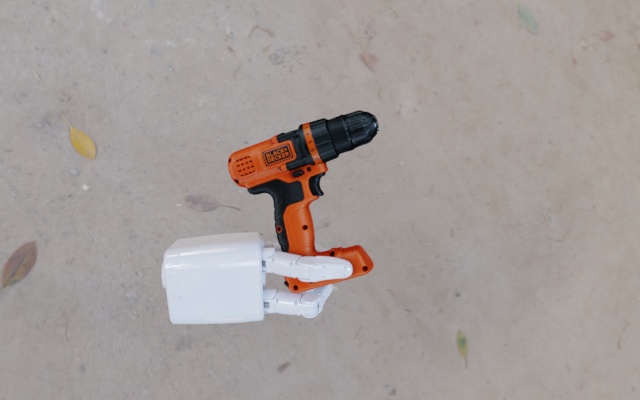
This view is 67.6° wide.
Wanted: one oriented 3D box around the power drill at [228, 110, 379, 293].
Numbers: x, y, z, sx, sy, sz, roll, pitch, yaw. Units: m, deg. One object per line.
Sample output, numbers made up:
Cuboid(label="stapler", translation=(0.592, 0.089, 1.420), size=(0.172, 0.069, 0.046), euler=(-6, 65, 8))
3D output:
Cuboid(label="power drill", translation=(0.000, 0.002, 0.564), size=(0.184, 0.187, 0.057), euler=(-18, 0, 11))
